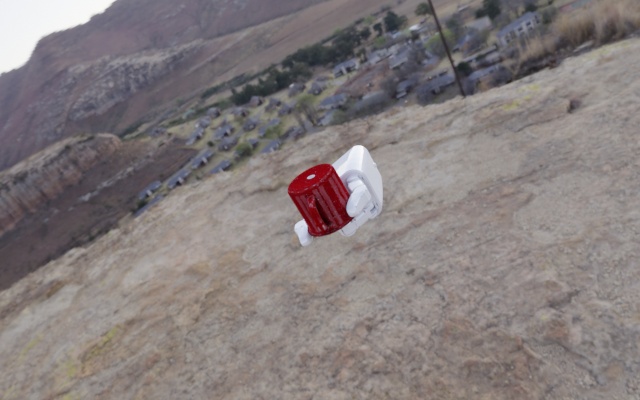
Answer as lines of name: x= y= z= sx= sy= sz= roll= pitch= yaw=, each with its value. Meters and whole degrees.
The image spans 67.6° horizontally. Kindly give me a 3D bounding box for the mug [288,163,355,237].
mug: x=0.000 y=0.003 z=0.732 sx=0.093 sy=0.081 sz=0.117 roll=-22 pitch=25 yaw=20
